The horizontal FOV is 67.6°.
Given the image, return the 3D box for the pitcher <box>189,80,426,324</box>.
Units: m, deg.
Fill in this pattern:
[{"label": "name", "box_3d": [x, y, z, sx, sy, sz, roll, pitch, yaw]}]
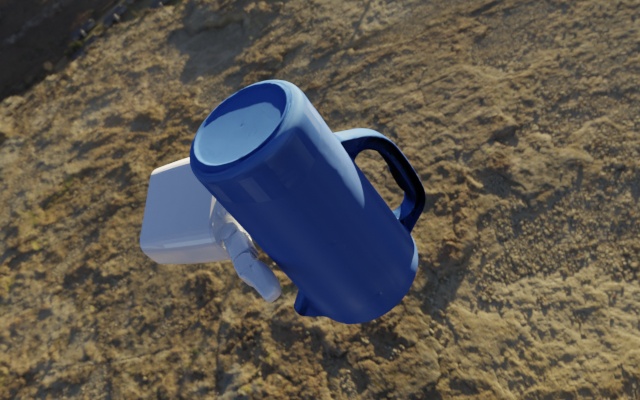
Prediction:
[{"label": "pitcher", "box_3d": [0.000, 0.002, 0.454, 0.145, 0.149, 0.243, -7, -39, 29]}]
